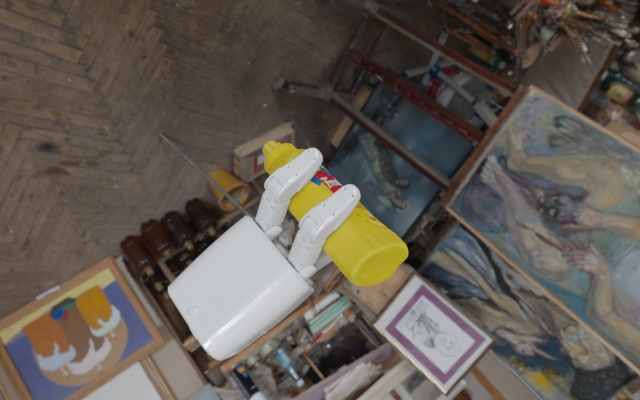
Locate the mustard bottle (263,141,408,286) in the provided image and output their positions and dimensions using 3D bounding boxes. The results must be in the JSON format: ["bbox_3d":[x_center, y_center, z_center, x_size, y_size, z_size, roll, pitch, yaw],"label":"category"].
[{"bbox_3d":[0.000,0.002,0.489,0.191,0.058,0.096,46,17,28],"label":"mustard bottle"}]
